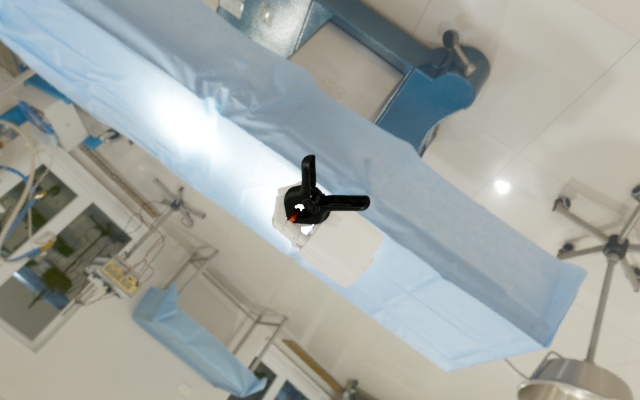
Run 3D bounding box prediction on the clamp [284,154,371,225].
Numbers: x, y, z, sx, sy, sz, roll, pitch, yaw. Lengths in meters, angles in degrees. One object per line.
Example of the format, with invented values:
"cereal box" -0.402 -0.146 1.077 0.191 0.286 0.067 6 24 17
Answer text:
"clamp" 0.000 0.003 0.752 0.120 0.039 0.171 37 -32 -2
